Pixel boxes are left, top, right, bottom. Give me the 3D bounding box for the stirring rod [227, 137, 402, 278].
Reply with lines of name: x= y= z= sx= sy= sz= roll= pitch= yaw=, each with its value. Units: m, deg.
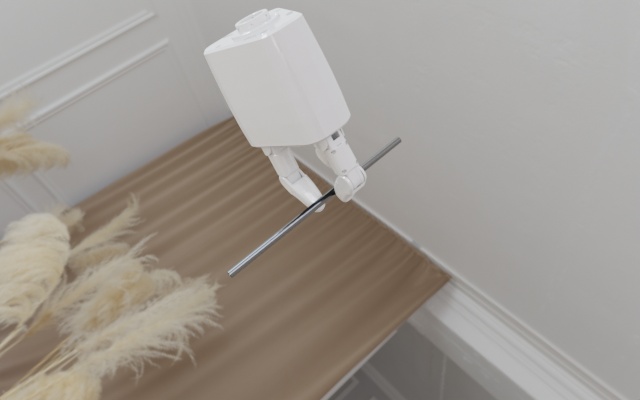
stirring rod: x=0.000 y=0.002 z=0.505 sx=0.239 sy=0.011 sz=0.011 roll=-39 pitch=14 yaw=-18
